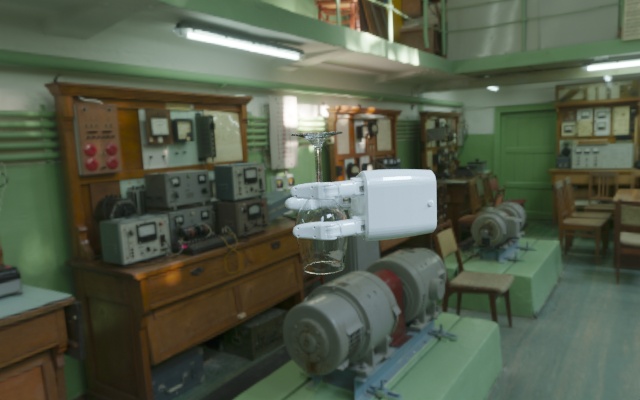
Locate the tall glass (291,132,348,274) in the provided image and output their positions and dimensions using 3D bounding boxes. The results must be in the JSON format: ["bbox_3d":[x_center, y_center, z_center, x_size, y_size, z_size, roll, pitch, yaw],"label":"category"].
[{"bbox_3d":[0.000,0.002,0.695,0.079,0.201,0.079,-3,8,0],"label":"tall glass"}]
